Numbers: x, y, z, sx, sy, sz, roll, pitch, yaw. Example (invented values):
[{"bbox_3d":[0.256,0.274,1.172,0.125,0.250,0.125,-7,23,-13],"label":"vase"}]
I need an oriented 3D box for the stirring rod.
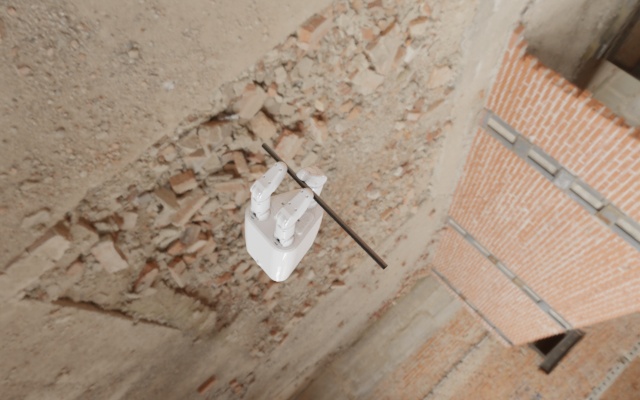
[{"bbox_3d":[0.000,0.002,0.626,0.239,0.011,0.011,45,19,20],"label":"stirring rod"}]
